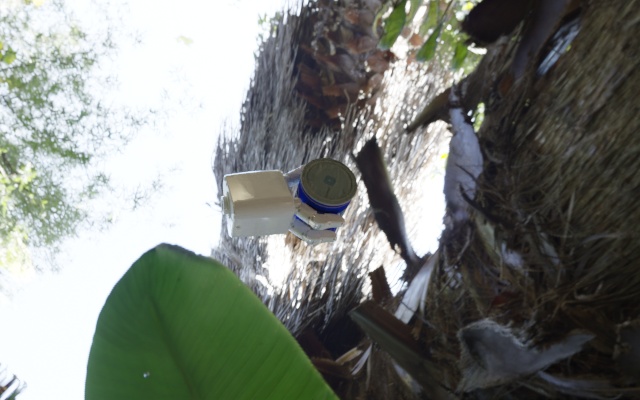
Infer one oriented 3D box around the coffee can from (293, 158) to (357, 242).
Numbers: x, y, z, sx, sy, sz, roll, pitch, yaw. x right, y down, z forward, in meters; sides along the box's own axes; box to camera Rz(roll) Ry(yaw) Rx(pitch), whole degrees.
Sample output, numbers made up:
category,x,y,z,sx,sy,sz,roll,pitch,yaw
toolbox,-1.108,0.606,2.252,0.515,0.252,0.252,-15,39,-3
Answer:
category,x,y,z,sx,sy,sz,roll,pitch,yaw
coffee can,0.000,0.003,0.898,0.103,0.102,0.140,0,-34,-16
